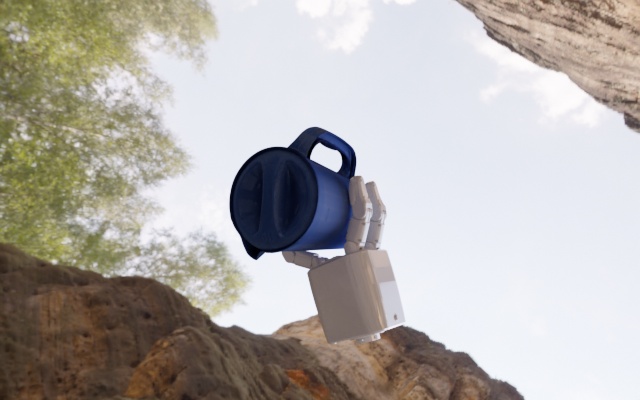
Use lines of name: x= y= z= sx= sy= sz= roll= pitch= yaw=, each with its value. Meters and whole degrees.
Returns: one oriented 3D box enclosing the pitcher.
pitcher: x=0.000 y=0.002 z=0.682 sx=0.149 sy=0.145 sz=0.243 roll=-22 pitch=-16 yaw=25
